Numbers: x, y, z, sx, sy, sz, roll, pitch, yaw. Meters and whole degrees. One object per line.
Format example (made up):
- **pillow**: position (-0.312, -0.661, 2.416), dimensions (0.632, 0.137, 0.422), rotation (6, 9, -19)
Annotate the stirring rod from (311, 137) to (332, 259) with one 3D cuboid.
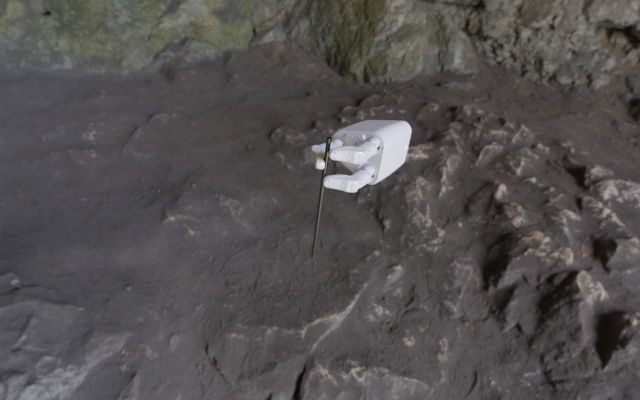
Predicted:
- **stirring rod**: position (0.000, 0.003, 0.823), dimensions (0.011, 0.240, 0.011), rotation (6, 31, -3)
